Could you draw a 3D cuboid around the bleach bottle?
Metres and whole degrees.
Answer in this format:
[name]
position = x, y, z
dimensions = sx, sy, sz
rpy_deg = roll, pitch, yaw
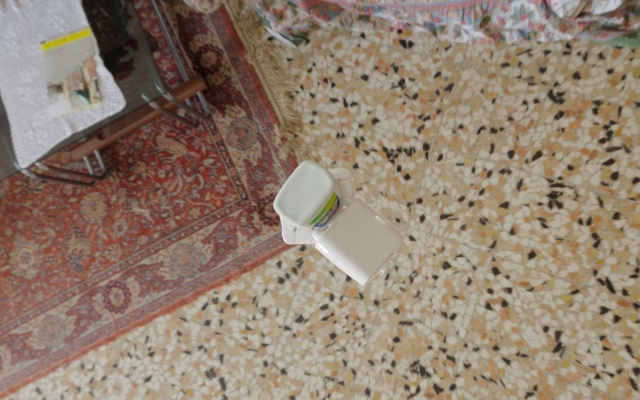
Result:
[bleach bottle]
position = 0.000, 0.003, 0.825
dimensions = 0.068, 0.102, 0.251
rpy_deg = 39, 3, 13
